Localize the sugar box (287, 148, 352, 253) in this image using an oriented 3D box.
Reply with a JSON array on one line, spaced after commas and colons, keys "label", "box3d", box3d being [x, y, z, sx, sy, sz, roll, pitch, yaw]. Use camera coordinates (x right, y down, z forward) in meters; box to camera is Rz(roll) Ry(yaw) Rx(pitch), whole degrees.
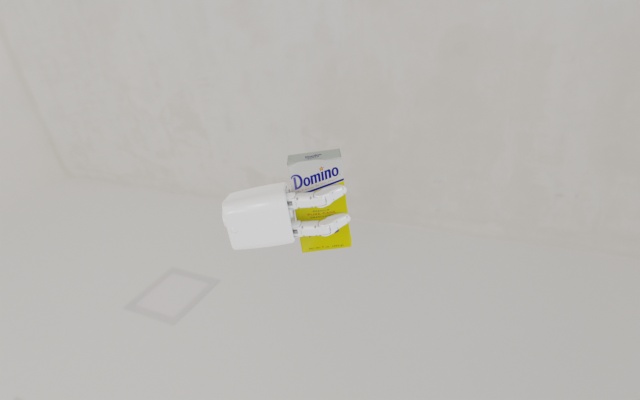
[{"label": "sugar box", "box3d": [0.000, 0.003, 0.833, 0.093, 0.176, 0.048, -8, 29, 2]}]
